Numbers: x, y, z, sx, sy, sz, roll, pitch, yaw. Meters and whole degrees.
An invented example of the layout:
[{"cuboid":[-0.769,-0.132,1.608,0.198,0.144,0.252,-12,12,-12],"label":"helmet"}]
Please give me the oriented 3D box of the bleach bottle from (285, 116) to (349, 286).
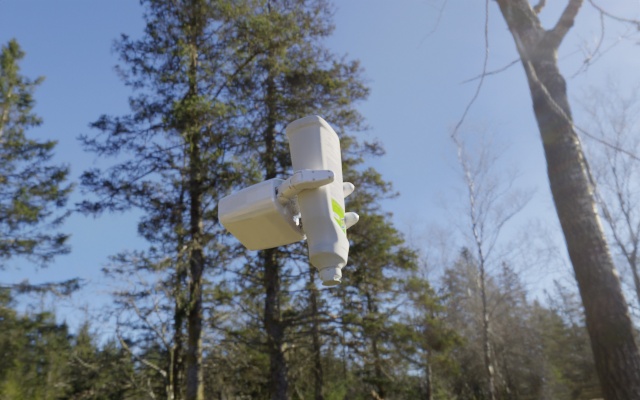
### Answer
[{"cuboid":[0.000,0.002,0.725,0.068,0.250,0.103,-17,-28,22],"label":"bleach bottle"}]
